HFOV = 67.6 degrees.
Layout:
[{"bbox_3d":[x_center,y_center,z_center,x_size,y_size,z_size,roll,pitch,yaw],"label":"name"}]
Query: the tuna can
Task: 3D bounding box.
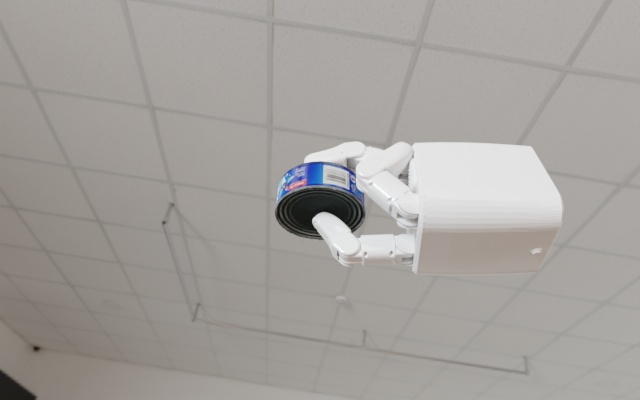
[{"bbox_3d":[0.000,0.001,0.461,0.086,0.033,0.086,1,-37,1],"label":"tuna can"}]
